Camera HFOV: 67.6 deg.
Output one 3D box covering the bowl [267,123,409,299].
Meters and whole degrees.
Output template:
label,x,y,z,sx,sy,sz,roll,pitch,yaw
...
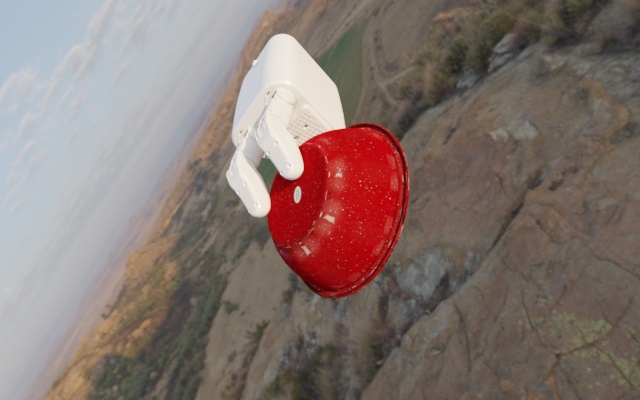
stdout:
label,x,y,z,sx,sy,sz,roll,pitch,yaw
bowl,0.000,0.002,0.415,0.055,0.162,0.162,17,-10,-34
